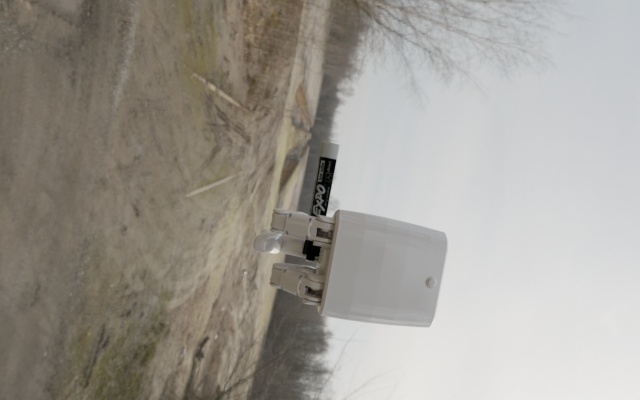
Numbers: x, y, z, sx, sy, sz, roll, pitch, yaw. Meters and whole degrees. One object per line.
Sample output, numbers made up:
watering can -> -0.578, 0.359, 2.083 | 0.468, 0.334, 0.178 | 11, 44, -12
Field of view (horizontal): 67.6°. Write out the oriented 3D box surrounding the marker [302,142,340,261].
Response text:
marker -> 0.000, 0.002, 0.485 | 0.020, 0.121, 0.020 | 10, 3, -1
